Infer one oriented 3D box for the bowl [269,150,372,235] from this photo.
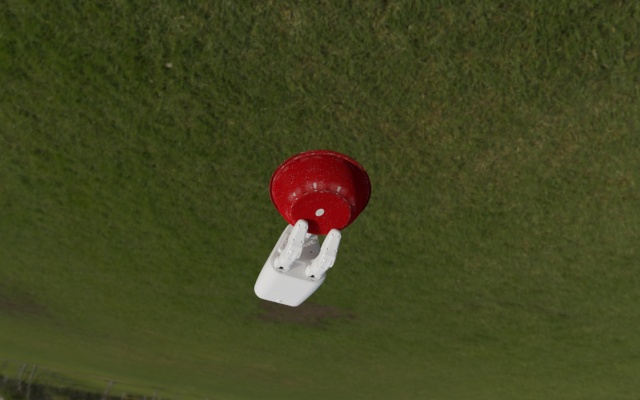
[{"bbox_3d":[0.000,0.002,0.734,0.162,0.162,0.055,0,41,0],"label":"bowl"}]
